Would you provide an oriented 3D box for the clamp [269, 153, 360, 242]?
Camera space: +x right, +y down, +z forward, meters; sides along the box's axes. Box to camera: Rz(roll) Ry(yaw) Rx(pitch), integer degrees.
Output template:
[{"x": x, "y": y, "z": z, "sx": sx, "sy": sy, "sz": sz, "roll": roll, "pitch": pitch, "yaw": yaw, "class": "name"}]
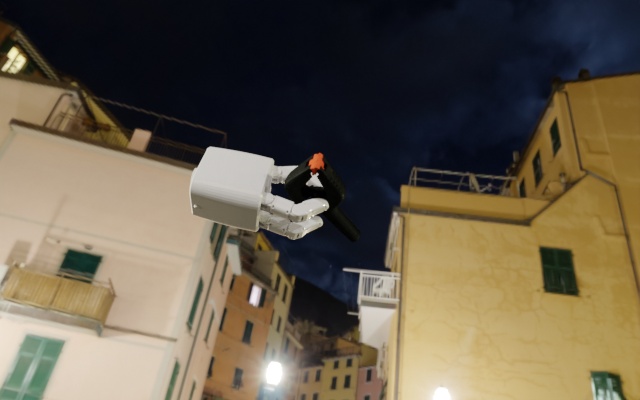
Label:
[{"x": 0.000, "y": 0.001, "z": 0.756, "sx": 0.164, "sy": 0.036, "sz": 0.210, "roll": 14, "pitch": -32, "yaw": -2, "class": "clamp"}]
